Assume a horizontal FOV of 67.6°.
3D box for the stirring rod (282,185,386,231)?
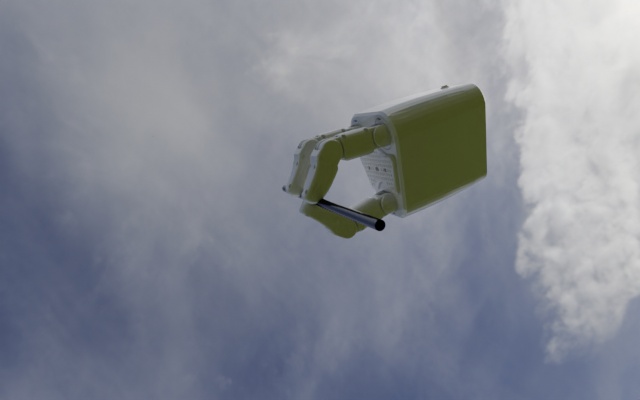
[{"bbox_3d":[0.000,0.001,0.429,0.011,0.011,0.239,0,7,-19],"label":"stirring rod"}]
